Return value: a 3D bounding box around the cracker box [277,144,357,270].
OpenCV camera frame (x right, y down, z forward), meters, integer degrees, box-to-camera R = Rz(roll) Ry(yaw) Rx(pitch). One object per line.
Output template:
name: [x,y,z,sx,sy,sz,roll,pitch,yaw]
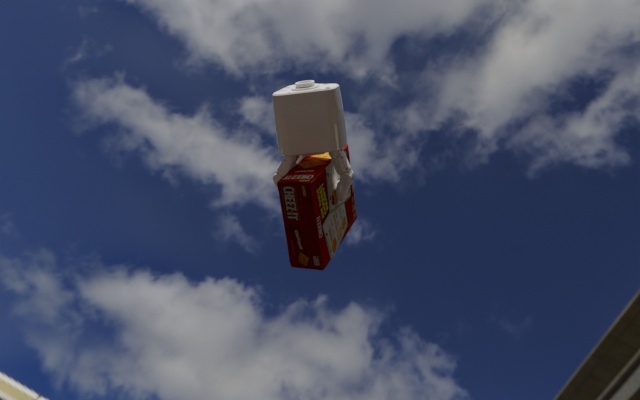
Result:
cracker box: [0.000,0.003,0.881,0.072,0.164,0.213,1,23,21]
